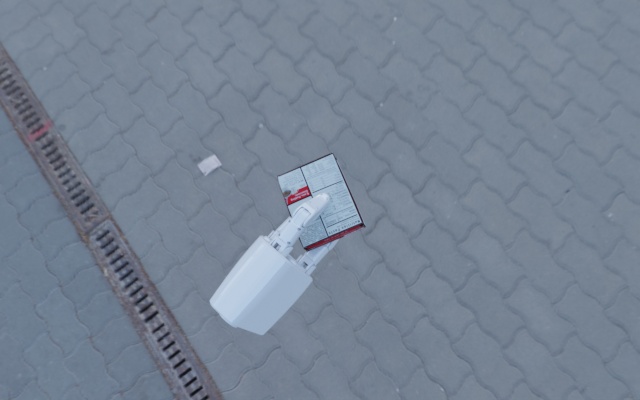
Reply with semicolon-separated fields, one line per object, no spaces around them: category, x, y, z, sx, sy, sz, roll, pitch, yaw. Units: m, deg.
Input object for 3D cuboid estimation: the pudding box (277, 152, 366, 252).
pudding box;0.000;0.002;0.655;0.090;0.113;0.039;-22;-14;2
